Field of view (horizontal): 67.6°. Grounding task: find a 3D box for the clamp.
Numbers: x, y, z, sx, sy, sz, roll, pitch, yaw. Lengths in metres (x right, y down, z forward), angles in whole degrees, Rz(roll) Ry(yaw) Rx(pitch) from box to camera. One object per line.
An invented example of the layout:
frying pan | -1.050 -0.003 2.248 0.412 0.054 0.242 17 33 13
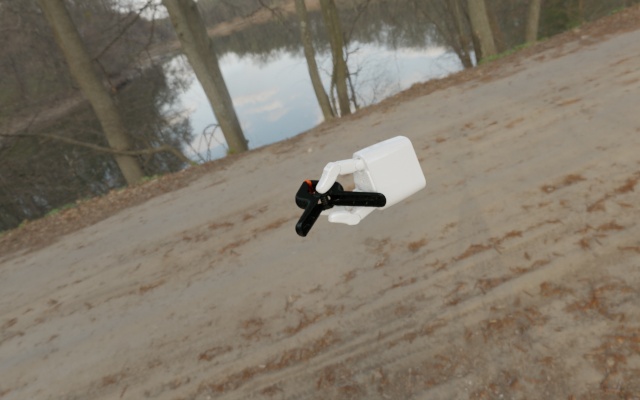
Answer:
clamp | 0.000 0.002 0.873 0.164 0.036 0.210 -22 23 -19
